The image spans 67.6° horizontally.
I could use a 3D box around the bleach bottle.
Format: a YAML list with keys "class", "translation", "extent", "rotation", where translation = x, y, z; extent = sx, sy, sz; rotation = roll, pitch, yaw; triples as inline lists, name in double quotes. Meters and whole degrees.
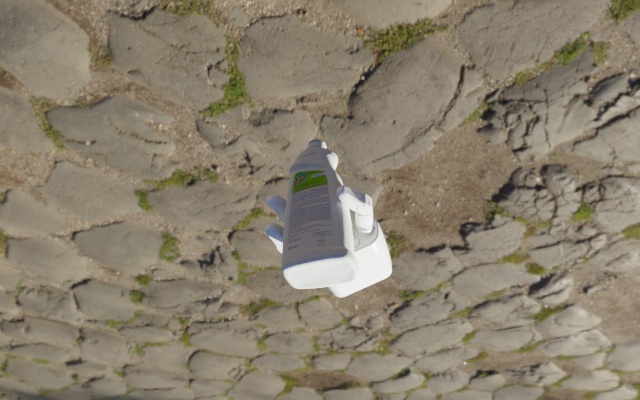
- class: "bleach bottle"
  translation: [0.000, 0.002, 0.695]
  extent: [0.102, 0.250, 0.068]
  rotation: [-11, -43, 13]
